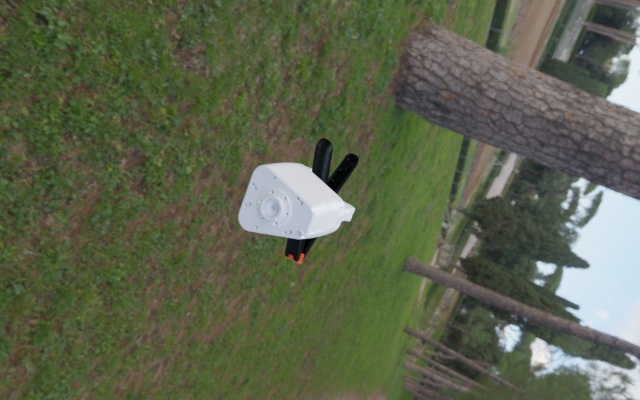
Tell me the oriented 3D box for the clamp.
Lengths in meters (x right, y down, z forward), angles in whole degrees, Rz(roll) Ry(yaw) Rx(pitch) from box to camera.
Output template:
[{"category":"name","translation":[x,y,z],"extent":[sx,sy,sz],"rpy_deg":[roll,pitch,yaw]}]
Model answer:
[{"category":"clamp","translation":[0.001,0.003,0.784],"extent":[0.036,0.210,0.164],"rpy_deg":[26,13,20]}]
